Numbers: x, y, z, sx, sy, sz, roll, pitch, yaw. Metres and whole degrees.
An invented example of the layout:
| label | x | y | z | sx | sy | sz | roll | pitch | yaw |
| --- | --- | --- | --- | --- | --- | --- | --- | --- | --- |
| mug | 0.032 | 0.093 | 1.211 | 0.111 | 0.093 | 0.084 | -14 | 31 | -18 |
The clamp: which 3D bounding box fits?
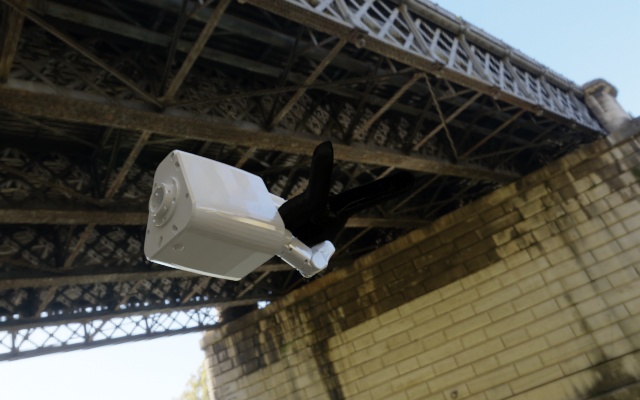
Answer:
| label | x | y | z | sx | sy | sz | roll | pitch | yaw |
| --- | --- | --- | --- | --- | --- | --- | --- | --- | --- |
| clamp | 0.000 | 0.001 | 0.497 | 0.120 | 0.039 | 0.171 | 29 | -52 | -35 |
